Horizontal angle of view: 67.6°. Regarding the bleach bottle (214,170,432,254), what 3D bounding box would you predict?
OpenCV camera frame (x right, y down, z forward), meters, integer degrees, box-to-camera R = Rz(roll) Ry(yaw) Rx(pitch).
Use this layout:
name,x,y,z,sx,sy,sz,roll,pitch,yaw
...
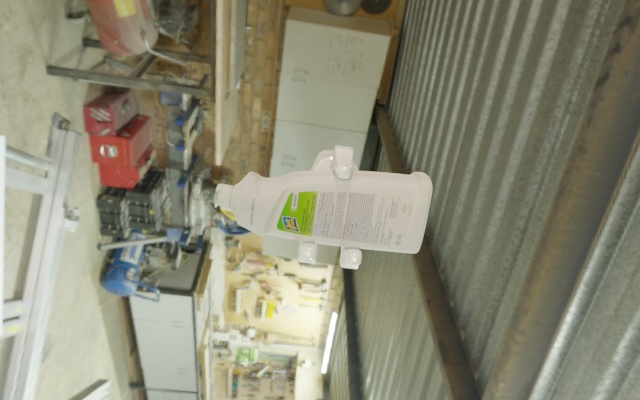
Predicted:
name,x,y,z,sx,sy,sz,roll,pitch,yaw
bleach bottle,0.000,0.002,0.581,0.251,0.102,0.068,7,15,-4
